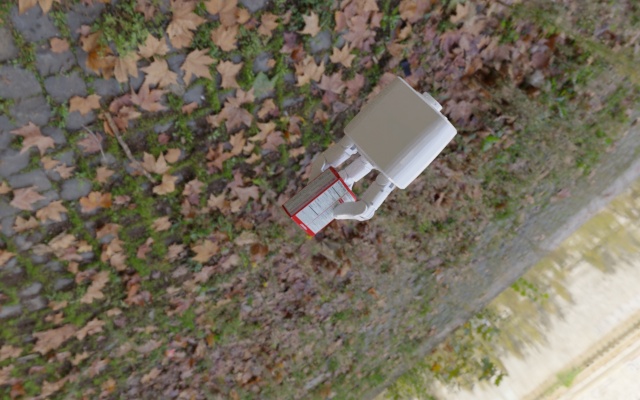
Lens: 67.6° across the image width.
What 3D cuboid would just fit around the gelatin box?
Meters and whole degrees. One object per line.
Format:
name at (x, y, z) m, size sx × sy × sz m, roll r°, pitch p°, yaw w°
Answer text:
gelatin box at (0.000, 0.003, 0.673) m, size 0.089 × 0.030 × 0.073 m, roll -40°, pitch -34°, yaw 2°
